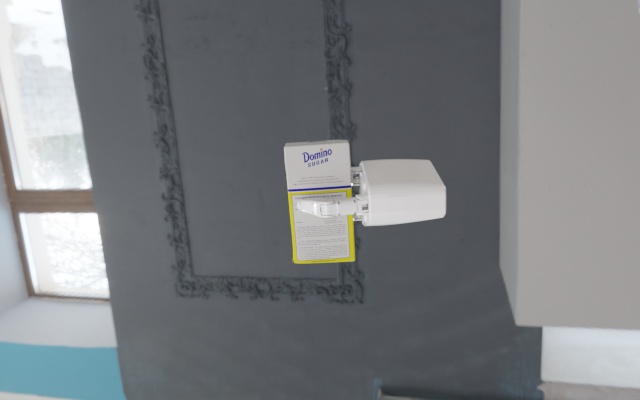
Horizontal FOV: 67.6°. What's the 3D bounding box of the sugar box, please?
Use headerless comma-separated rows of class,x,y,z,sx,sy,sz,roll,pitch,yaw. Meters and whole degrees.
sugar box,0.000,0.002,0.696,0.093,0.176,0.048,-3,12,1
